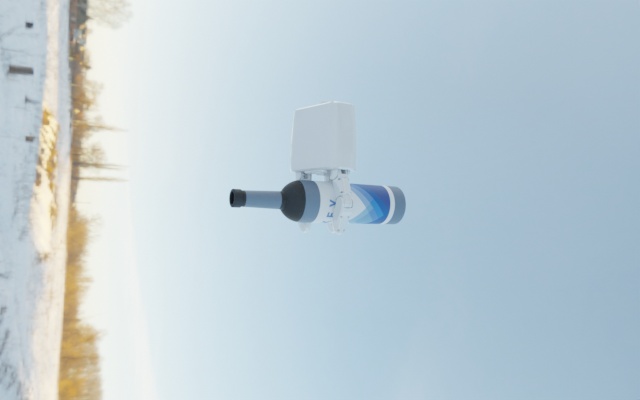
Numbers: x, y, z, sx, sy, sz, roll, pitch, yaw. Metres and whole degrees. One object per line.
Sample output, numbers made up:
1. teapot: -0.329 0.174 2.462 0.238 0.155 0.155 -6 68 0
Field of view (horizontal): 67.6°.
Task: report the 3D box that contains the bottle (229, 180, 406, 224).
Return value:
1. bottle: 0.000 0.003 0.762 0.296 0.069 0.069 3 -1 -29
